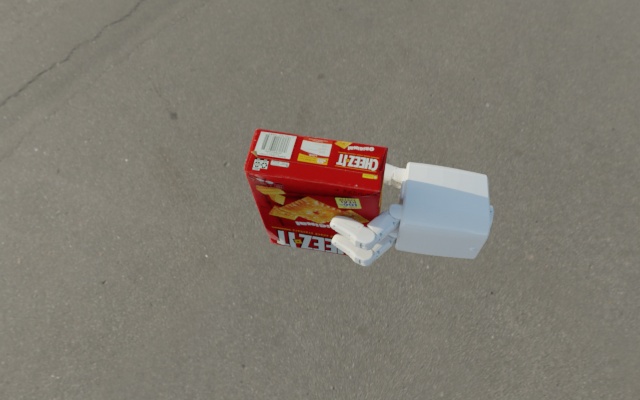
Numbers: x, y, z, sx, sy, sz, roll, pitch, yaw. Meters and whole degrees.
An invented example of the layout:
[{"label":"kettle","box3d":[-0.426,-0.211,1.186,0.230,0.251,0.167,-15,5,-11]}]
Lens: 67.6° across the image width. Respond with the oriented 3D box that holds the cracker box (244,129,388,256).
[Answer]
[{"label":"cracker box","box3d":[0.000,0.002,0.644,0.164,0.072,0.214,9,-28,8]}]
